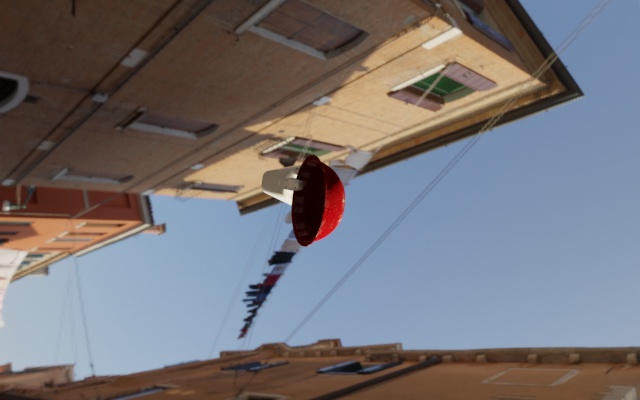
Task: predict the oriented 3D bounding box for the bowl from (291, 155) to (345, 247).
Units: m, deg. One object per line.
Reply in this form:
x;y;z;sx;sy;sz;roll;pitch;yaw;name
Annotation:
0.001;0.003;0.845;0.055;0.162;0.162;6;-2;-22;bowl
